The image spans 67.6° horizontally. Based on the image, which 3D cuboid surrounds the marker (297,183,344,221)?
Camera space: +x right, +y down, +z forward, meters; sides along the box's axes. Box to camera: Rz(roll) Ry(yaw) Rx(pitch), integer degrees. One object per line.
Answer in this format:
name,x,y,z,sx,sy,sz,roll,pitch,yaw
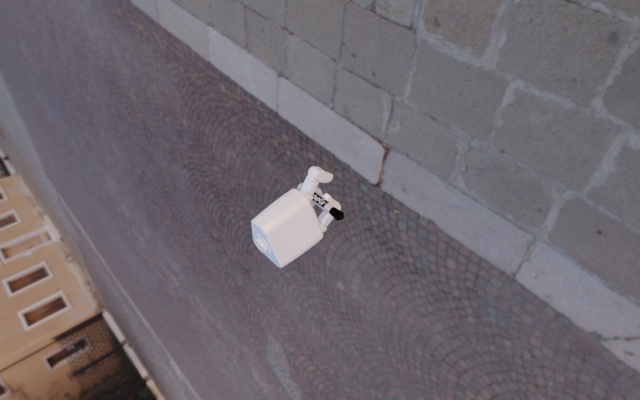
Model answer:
marker,0.000,0.003,0.899,0.020,0.020,0.121,0,29,-49
